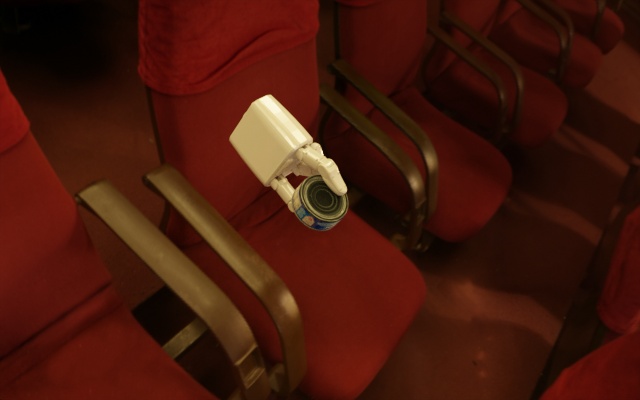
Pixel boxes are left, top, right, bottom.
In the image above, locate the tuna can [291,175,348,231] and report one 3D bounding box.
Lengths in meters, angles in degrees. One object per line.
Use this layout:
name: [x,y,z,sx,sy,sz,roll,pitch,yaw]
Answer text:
tuna can: [0.000,0.002,0.751,0.086,0.086,0.034,0,-27,-29]
